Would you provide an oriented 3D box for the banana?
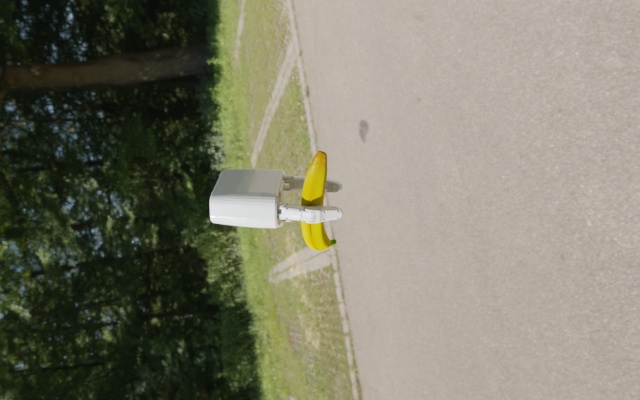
[{"bbox_3d":[-0.007,0.016,0.775,0.037,0.198,0.069,12,41,20],"label":"banana"}]
